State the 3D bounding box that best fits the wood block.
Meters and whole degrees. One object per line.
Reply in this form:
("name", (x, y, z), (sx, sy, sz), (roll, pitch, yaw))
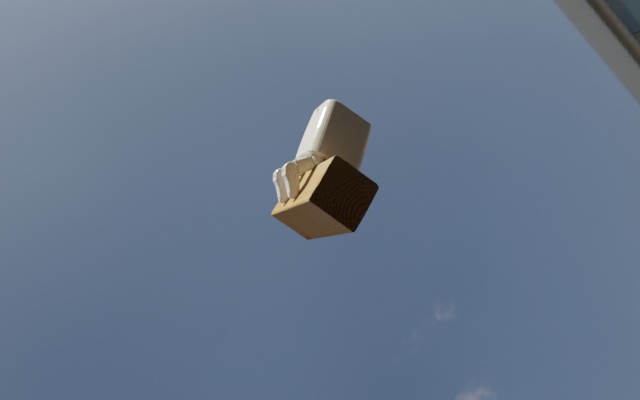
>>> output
("wood block", (0.001, 0.003, 0.820), (0.091, 0.090, 0.206), (35, -18, -13))
